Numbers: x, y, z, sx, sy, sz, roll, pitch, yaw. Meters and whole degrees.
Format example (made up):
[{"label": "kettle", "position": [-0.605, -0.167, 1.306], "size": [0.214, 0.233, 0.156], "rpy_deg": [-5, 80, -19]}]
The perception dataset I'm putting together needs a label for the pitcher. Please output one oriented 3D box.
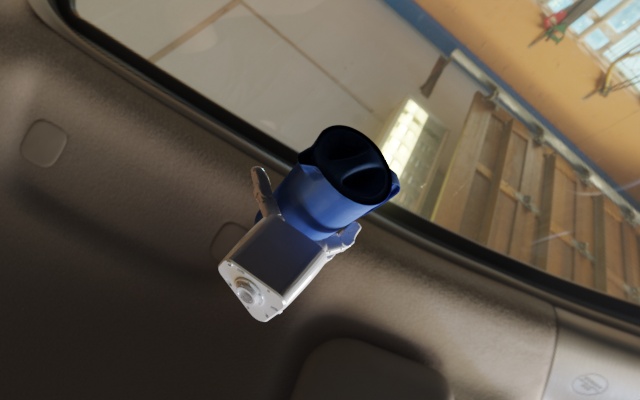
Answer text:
[{"label": "pitcher", "position": [0.000, 0.003, 0.764], "size": [0.243, 0.149, 0.145], "rpy_deg": [-41, 4, 47]}]
